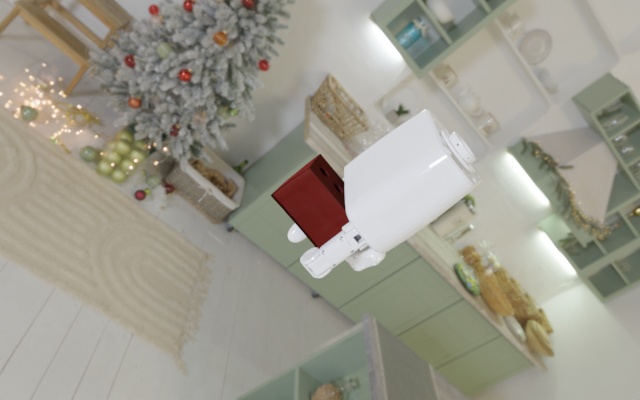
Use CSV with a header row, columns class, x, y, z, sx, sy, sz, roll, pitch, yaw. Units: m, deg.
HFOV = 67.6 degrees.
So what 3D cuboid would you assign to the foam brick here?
class,x,y,z,sx,sy,sz,roll,pitch,yaw
foam brick,0.000,0.001,0.482,0.051,0.078,0.053,-37,9,23
